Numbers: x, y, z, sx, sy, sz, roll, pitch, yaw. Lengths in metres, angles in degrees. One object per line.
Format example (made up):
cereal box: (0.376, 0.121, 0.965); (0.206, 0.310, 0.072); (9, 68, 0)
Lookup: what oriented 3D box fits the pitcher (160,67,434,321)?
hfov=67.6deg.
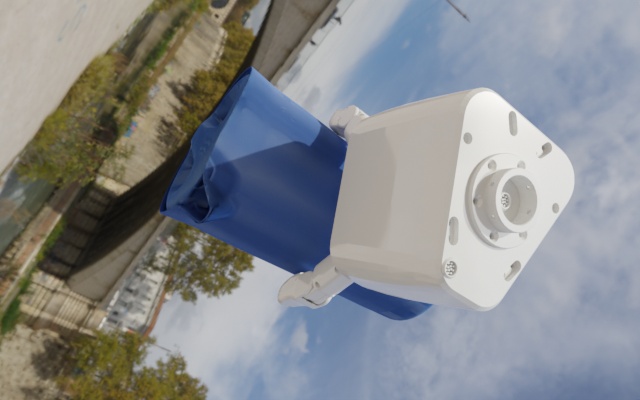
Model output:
pitcher: (0.000, 0.001, 0.421); (0.243, 0.149, 0.145); (32, -16, -22)
